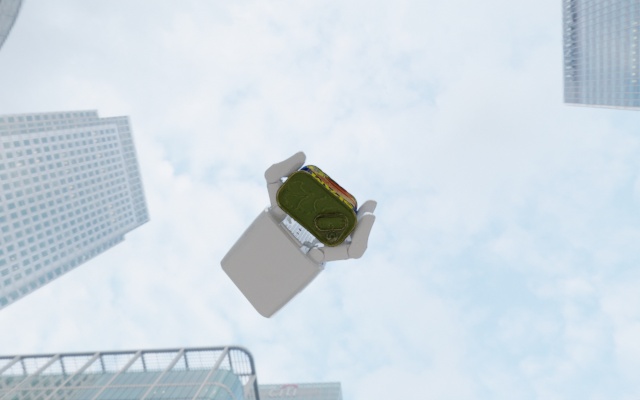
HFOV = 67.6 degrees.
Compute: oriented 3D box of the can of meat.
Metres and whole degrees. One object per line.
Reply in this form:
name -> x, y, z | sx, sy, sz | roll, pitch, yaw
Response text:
can of meat -> 0.000, 0.002, 0.614 | 0.102, 0.057, 0.084 | 40, 14, -2
